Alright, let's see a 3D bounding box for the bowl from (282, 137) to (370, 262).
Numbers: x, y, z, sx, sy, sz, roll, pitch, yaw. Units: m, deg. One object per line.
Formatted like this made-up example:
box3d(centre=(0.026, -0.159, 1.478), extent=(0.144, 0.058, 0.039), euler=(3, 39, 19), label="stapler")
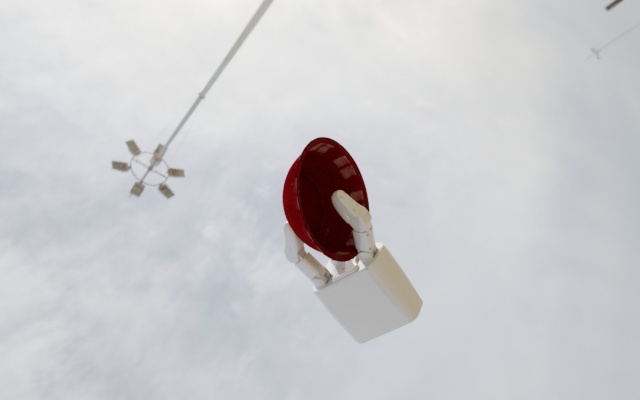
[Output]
box3d(centre=(-0.001, 0.001, 0.623), extent=(0.055, 0.162, 0.162), euler=(-12, -7, 35), label="bowl")
